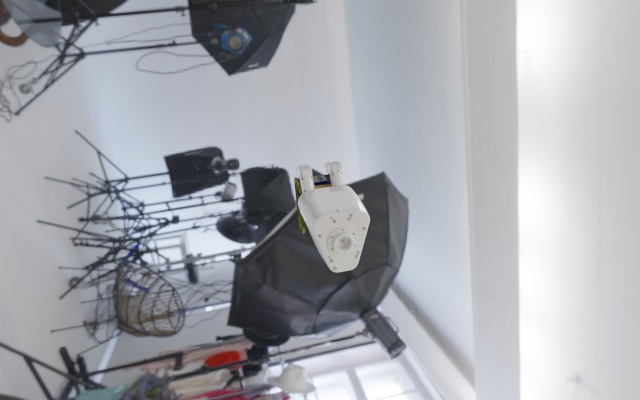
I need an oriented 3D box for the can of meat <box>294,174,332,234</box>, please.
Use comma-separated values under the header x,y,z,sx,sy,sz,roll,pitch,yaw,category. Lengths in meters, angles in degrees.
x,y,z,sx,sy,sz,roll,pitch,yaw,category
0.000,0.003,0.878,0.084,0.102,0.057,-9,21,-9,can of meat
